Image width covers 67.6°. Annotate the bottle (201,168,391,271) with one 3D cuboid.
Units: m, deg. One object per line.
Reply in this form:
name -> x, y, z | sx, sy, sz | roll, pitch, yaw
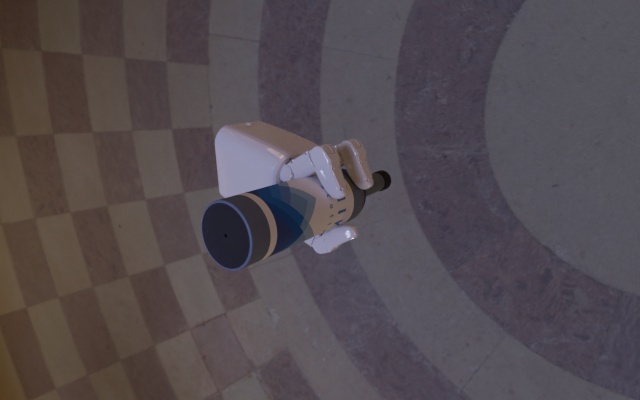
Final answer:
bottle -> 0.000, 0.002, 0.546 | 0.069, 0.069, 0.295 | 0, 12, 37
